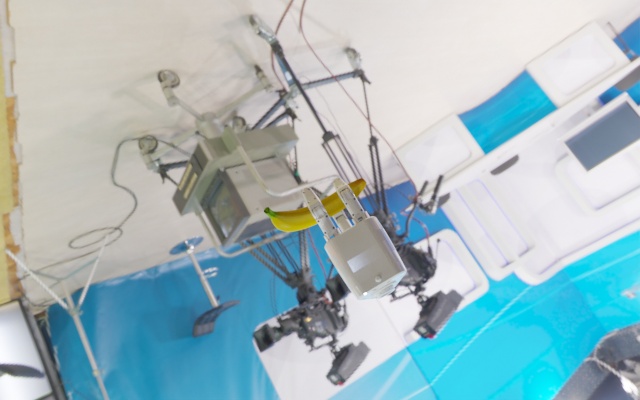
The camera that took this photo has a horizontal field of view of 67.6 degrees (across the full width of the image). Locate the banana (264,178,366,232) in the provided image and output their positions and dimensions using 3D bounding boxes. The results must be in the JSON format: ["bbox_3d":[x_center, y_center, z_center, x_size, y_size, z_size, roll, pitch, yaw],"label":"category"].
[{"bbox_3d":[-0.006,0.014,0.848,0.198,0.037,0.070,-19,-29,-22],"label":"banana"}]
